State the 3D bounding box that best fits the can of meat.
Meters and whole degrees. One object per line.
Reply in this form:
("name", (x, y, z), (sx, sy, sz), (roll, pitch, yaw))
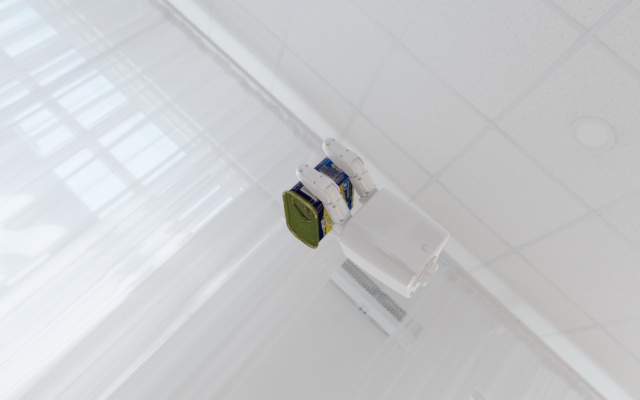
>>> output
("can of meat", (0.000, 0.002, 0.642), (0.057, 0.084, 0.102), (34, -29, 24))
